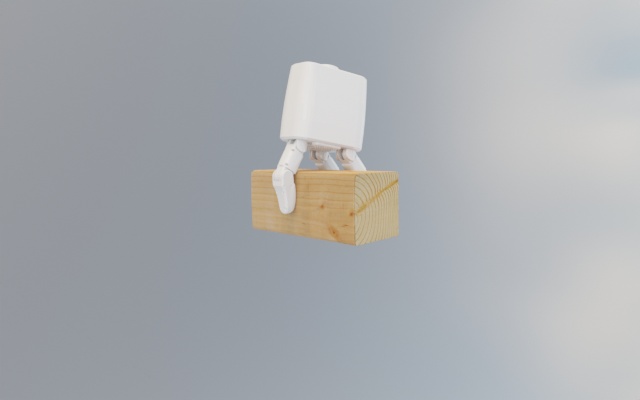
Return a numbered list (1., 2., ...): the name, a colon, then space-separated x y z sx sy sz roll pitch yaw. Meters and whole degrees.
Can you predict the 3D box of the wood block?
1. wood block: 0.000 0.002 0.678 0.091 0.090 0.206 -6 8 -45
